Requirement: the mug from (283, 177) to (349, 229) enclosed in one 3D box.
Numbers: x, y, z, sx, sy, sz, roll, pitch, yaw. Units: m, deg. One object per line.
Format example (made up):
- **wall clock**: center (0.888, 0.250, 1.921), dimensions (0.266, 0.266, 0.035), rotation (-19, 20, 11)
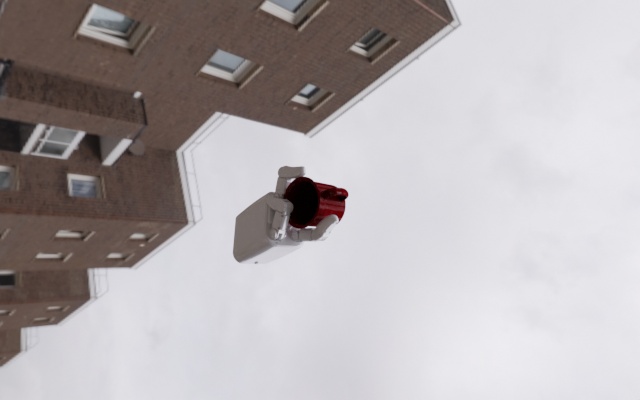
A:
- **mug**: center (0.001, 0.002, 0.863), dimensions (0.117, 0.093, 0.081), rotation (-28, -24, 37)
